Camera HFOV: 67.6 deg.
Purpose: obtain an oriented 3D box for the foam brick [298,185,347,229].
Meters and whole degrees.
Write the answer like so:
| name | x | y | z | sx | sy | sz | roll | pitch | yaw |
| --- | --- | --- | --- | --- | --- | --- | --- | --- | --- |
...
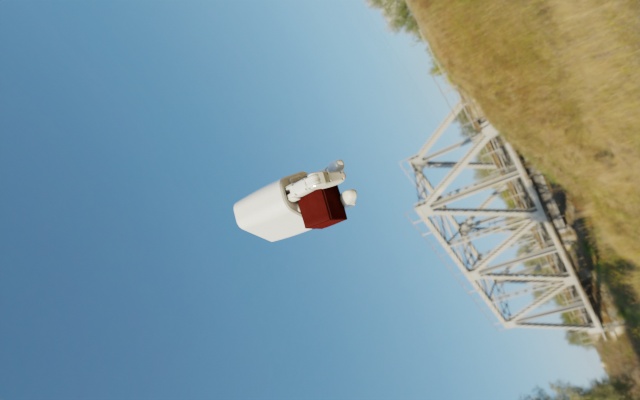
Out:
| name | x | y | z | sx | sy | sz | roll | pitch | yaw |
| --- | --- | --- | --- | --- | --- | --- | --- | --- | --- |
| foam brick | 0.000 | 0.003 | 0.760 | 0.051 | 0.078 | 0.053 | -24 | -16 | 29 |
